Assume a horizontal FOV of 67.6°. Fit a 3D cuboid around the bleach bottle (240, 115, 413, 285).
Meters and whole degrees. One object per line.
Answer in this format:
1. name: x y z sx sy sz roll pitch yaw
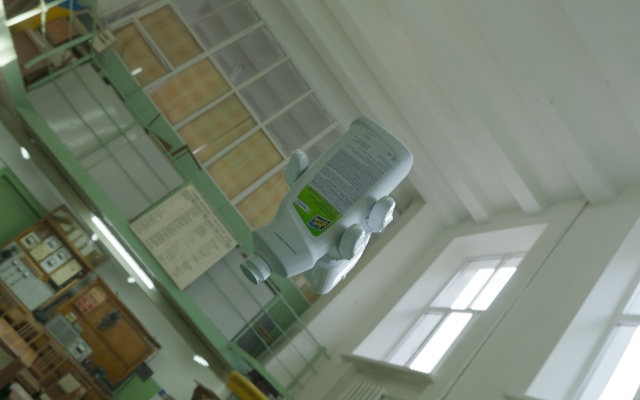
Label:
1. bleach bottle: 0.000 0.002 0.576 0.250 0.102 0.068 -41 -19 -27
